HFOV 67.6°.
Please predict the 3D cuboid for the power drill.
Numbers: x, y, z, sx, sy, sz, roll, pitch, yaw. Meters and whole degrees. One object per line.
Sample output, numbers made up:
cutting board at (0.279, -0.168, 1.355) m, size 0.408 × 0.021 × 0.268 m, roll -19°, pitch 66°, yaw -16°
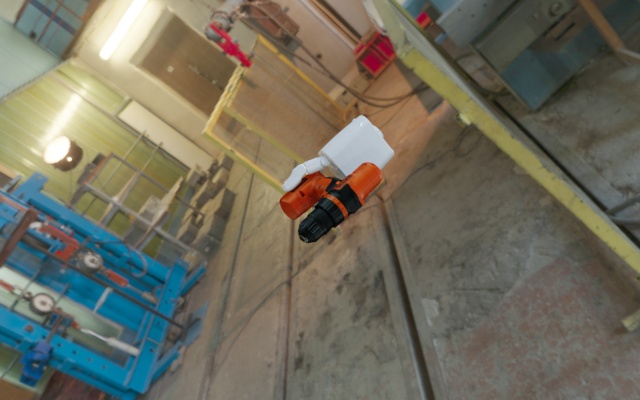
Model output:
power drill at (0.000, 0.003, 0.849) m, size 0.184 × 0.057 × 0.187 m, roll -41°, pitch 21°, yaw -22°
